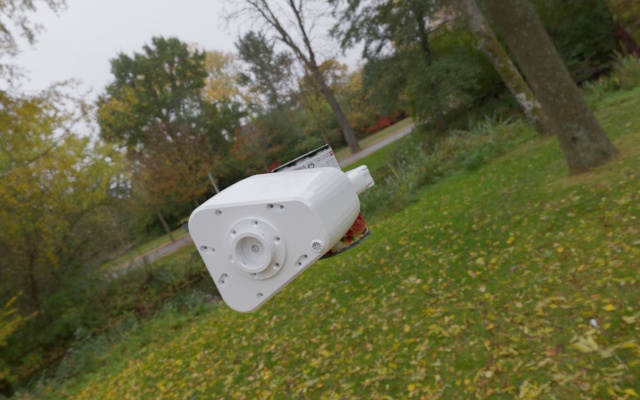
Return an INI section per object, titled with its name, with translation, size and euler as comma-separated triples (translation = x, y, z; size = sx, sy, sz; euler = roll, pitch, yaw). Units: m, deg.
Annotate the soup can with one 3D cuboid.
[soup can]
translation = 0.000, 0.001, 0.495
size = 0.068, 0.102, 0.068
euler = -25, 6, 3
